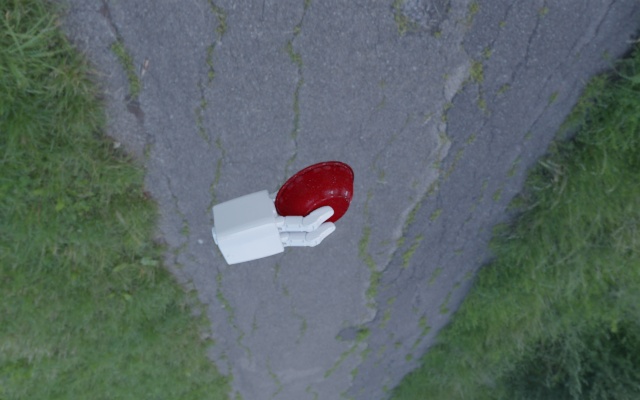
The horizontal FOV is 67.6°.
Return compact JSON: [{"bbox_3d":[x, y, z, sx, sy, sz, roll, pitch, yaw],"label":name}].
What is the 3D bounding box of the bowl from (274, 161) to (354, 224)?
[{"bbox_3d":[0.001,0.003,0.873,0.162,0.055,0.162,-20,-33,-14],"label":"bowl"}]
